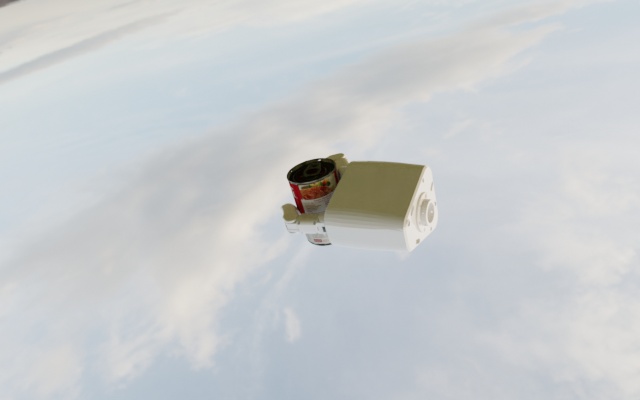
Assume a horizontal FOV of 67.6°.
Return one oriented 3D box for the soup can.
[{"bbox_3d":[0.000,0.002,0.652,0.068,0.102,0.068,-12,29,7],"label":"soup can"}]
